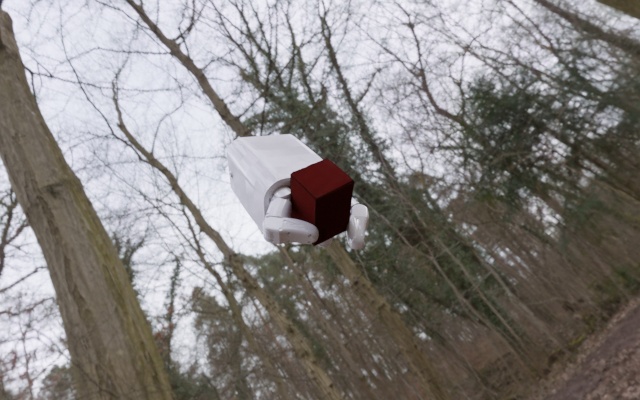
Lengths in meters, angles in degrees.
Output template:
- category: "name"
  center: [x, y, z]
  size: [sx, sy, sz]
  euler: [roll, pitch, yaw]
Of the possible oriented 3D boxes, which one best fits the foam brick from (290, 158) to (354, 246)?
- category: "foam brick"
  center: [0.000, 0.002, 0.541]
  size: [0.053, 0.078, 0.051]
  euler: [-24, 50, -26]
